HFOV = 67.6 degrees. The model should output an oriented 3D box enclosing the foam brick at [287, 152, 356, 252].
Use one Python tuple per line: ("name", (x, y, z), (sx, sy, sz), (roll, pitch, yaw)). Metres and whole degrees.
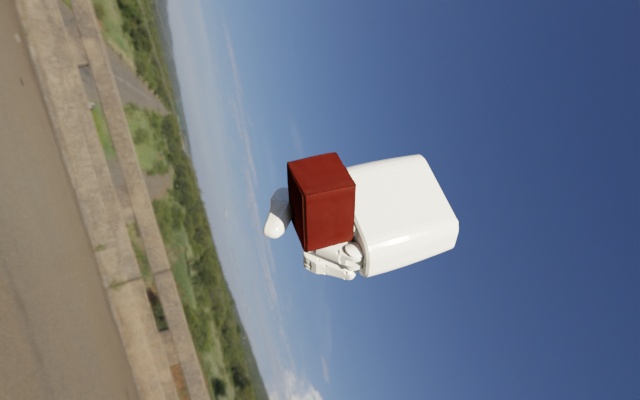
("foam brick", (0.000, 0.001, 0.461), (0.051, 0.078, 0.053), (-14, 46, -13))
